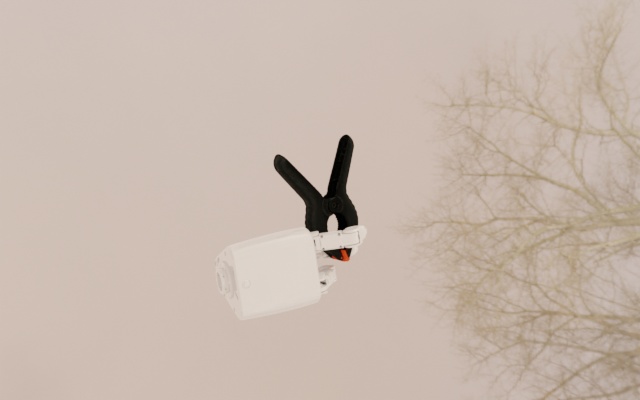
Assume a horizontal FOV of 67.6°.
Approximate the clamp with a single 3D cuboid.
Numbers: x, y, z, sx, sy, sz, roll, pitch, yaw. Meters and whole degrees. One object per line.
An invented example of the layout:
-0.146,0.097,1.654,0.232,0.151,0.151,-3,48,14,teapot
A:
0.000,0.002,0.638,0.120,0.171,0.039,-10,5,-24,clamp
